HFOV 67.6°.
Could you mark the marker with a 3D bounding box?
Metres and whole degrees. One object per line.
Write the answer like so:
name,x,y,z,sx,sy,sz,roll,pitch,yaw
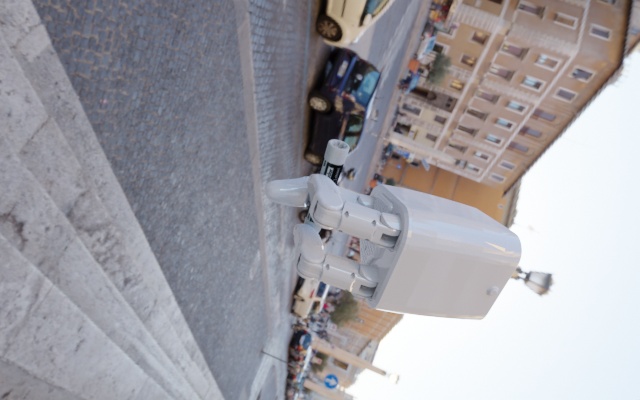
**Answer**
marker,0.000,0.001,0.437,0.020,0.121,0.020,13,31,-8
